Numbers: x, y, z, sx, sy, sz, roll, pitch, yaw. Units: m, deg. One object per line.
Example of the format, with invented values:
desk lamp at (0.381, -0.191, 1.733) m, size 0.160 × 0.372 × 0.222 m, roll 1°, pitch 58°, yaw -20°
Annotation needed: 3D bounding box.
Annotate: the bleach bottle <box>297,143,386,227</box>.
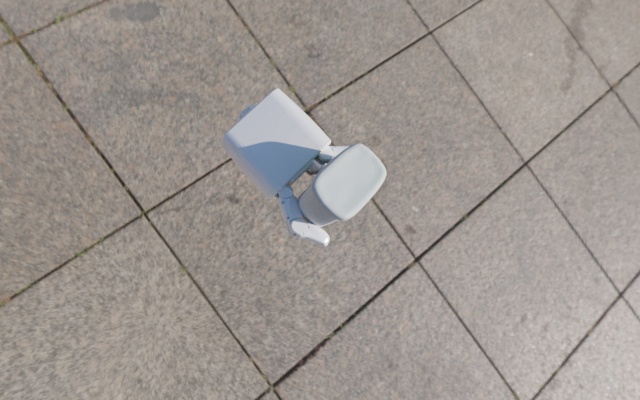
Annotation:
bleach bottle at (0.000, 0.002, 0.689) m, size 0.102 × 0.068 × 0.251 m, roll -45°, pitch 3°, yaw -23°
